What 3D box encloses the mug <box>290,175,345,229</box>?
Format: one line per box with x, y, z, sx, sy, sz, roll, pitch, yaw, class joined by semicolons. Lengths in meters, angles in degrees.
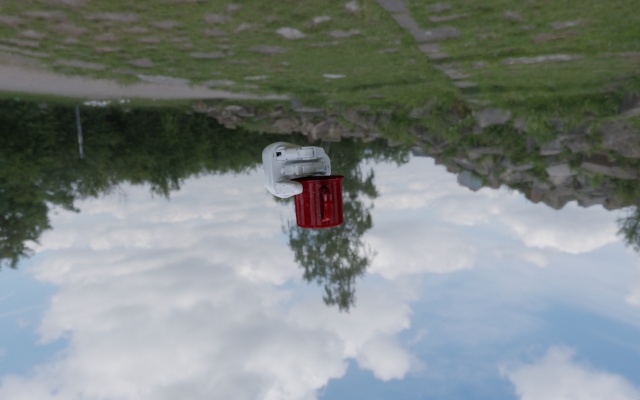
0.001;0.003;0.800;0.093;0.081;0.117;-6;7;-15;mug
